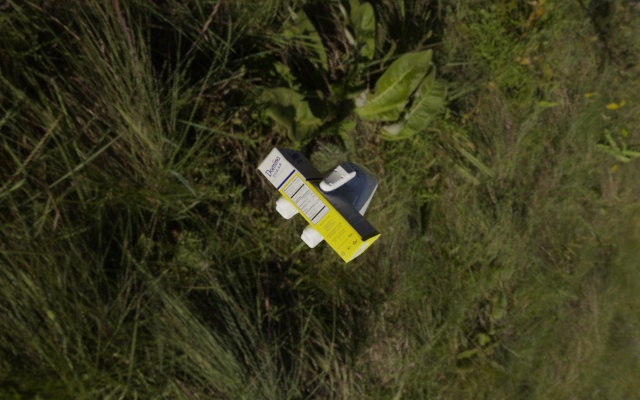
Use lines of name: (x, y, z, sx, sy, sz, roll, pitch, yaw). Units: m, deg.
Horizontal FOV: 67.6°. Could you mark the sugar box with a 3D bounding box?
sugar box: (0.000, 0.003, 0.662, 0.176, 0.048, 0.093, 44, 15, 12)
